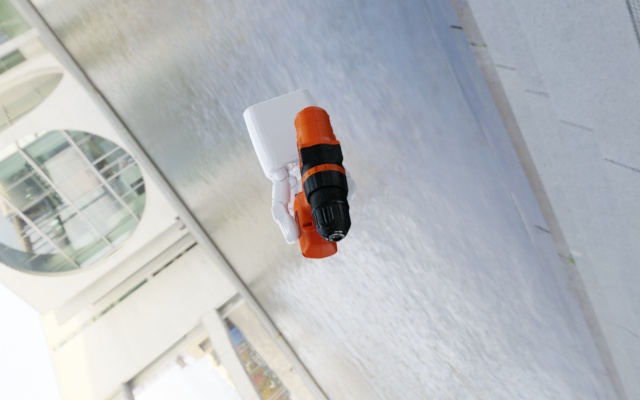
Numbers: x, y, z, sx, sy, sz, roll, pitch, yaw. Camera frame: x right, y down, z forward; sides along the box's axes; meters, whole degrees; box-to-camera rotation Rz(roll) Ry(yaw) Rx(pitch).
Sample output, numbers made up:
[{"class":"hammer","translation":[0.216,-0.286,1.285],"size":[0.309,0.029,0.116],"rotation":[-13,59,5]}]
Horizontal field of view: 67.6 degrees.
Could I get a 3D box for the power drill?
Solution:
[{"class":"power drill","translation":[0.000,0.002,0.617],"size":[0.057,0.184,0.188],"rotation":[-4,-33,-8]}]
